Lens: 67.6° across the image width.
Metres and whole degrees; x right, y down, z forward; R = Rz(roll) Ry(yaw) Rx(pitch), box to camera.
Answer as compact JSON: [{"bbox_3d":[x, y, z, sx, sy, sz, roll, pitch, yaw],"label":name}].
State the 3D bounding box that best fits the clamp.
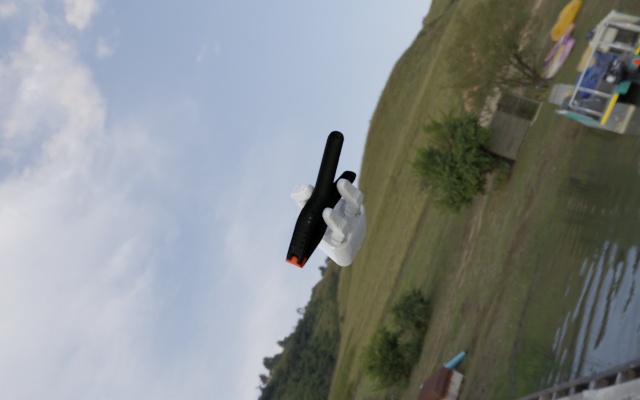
[{"bbox_3d":[-0.001,0.003,0.753,0.036,0.210,0.165,20,-21,19],"label":"clamp"}]
